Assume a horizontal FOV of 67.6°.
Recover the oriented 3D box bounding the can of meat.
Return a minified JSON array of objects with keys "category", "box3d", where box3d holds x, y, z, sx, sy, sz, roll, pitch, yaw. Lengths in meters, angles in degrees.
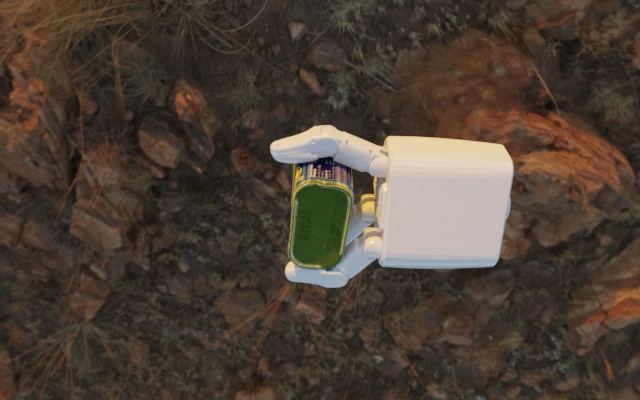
[{"category":"can of meat","box3d":[0.000,0.002,0.448,0.057,0.102,0.084,5,36,-3]}]
